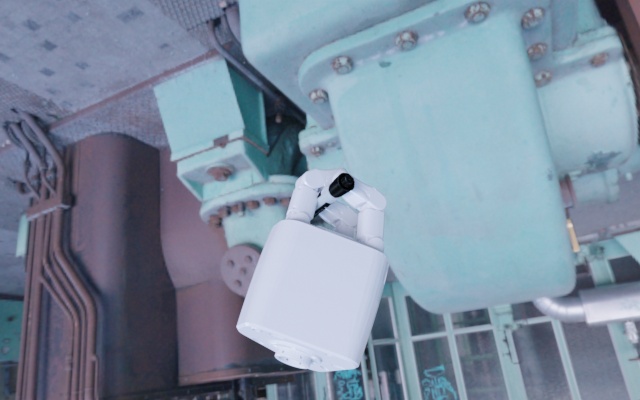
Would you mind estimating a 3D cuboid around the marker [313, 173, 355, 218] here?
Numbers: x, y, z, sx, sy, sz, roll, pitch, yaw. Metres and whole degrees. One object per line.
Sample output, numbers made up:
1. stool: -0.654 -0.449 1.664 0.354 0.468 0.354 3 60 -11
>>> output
1. marker: 0.000 0.002 0.488 0.020 0.020 0.121 0 -20 -28
